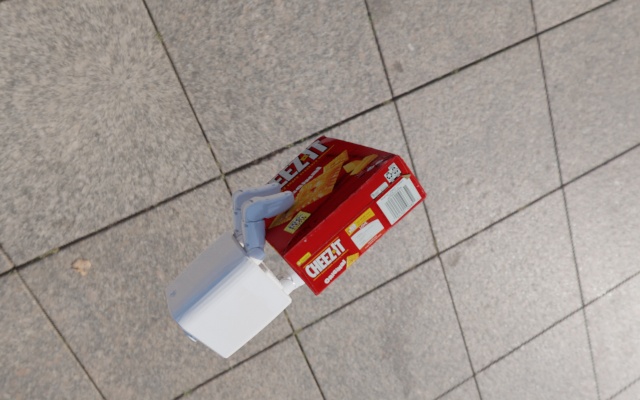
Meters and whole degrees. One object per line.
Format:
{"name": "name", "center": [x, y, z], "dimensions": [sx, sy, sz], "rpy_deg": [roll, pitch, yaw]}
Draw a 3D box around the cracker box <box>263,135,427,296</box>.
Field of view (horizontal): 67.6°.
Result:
{"name": "cracker box", "center": [0.000, 0.002, 0.586], "dimensions": [0.164, 0.072, 0.213], "rpy_deg": [-41, 24, -8]}
